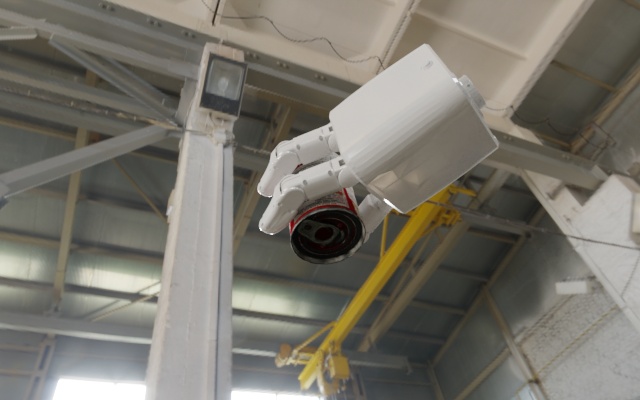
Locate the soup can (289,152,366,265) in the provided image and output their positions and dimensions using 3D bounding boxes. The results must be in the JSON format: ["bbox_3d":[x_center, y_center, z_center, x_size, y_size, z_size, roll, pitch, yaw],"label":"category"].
[{"bbox_3d":[0.000,0.002,0.461,0.068,0.069,0.102,0,39,-10],"label":"soup can"}]
